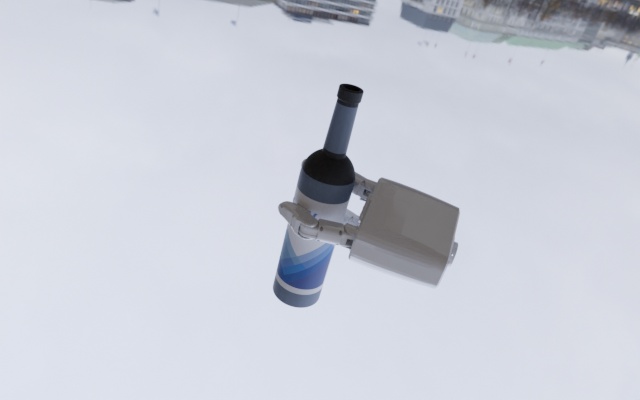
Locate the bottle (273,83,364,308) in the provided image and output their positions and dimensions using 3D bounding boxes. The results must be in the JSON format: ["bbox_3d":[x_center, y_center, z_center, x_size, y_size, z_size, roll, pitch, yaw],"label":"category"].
[{"bbox_3d":[0.000,0.002,0.587,0.069,0.296,0.069,11,30,-7],"label":"bottle"}]
